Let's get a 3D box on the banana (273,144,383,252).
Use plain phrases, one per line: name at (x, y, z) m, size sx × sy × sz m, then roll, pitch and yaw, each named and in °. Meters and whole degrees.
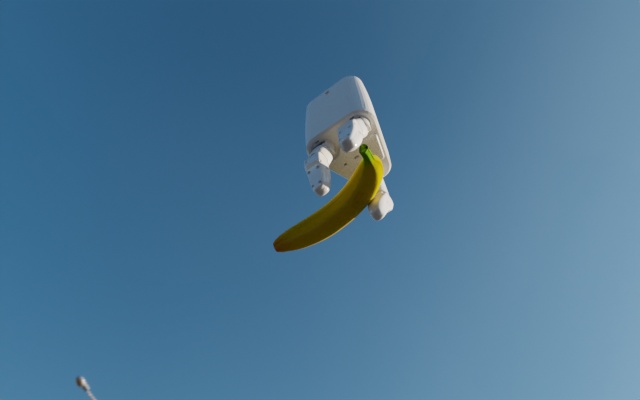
banana at (0.017, 0.006, 0.584) m, size 0.069 × 0.037 × 0.198 m, roll 21°, pitch -52°, yaw -29°
